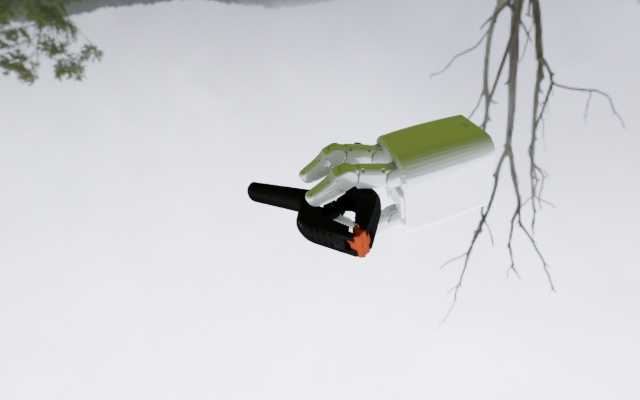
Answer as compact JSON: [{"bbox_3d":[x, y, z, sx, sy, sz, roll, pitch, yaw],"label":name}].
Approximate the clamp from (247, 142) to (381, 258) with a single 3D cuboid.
[{"bbox_3d":[0.001,0.003,0.546,0.164,0.036,0.210,-19,30,-2],"label":"clamp"}]
